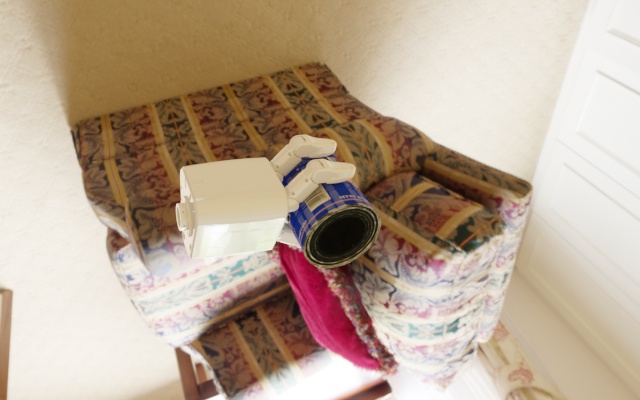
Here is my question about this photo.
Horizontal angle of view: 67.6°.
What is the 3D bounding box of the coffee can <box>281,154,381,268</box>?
[{"bbox_3d":[0.000,0.002,0.619,0.103,0.103,0.140,0,38,-30],"label":"coffee can"}]
